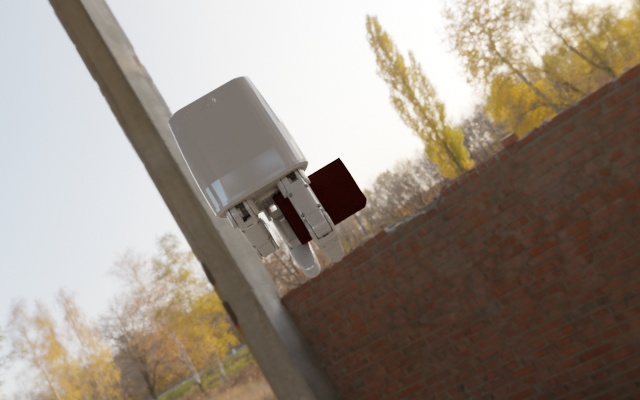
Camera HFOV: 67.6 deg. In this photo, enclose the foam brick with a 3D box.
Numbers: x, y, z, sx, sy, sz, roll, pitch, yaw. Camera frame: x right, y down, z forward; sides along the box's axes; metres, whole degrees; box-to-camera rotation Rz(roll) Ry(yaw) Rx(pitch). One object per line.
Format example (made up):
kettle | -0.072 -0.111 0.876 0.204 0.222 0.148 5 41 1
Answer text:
foam brick | 0.000 0.001 0.474 0.078 0.051 0.053 -31 -9 -4
